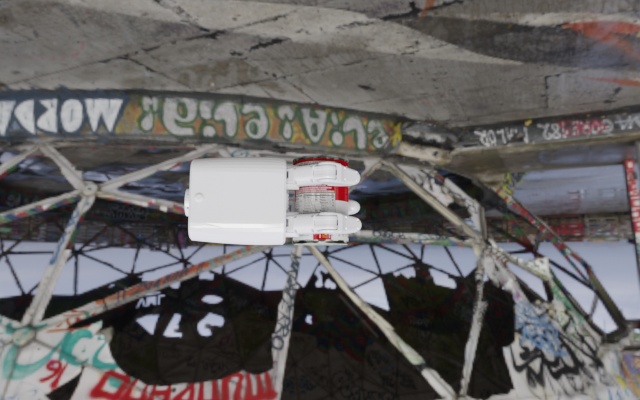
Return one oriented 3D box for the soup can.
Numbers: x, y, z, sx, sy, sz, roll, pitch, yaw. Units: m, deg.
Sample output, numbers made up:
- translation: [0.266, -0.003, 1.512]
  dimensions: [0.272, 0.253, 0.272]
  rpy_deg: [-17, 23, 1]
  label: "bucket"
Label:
- translation: [0.001, 0.002, 0.573]
  dimensions: [0.068, 0.102, 0.068]
  rpy_deg: [0, -7, 0]
  label: "soup can"
